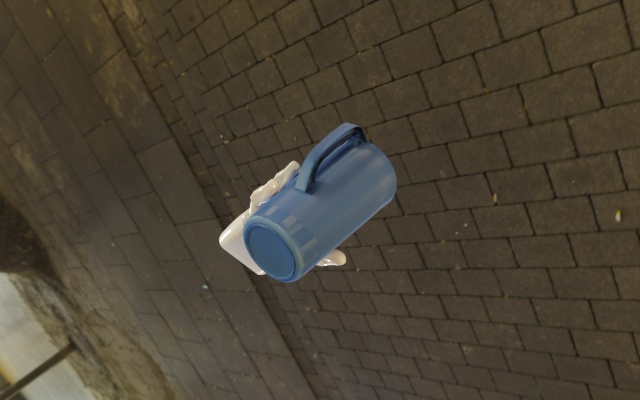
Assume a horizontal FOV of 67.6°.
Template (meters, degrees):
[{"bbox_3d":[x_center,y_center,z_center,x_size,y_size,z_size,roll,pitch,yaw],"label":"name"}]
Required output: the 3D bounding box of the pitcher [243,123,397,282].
[{"bbox_3d":[0.000,0.002,0.712,0.242,0.149,0.145,-40,6,-41],"label":"pitcher"}]
